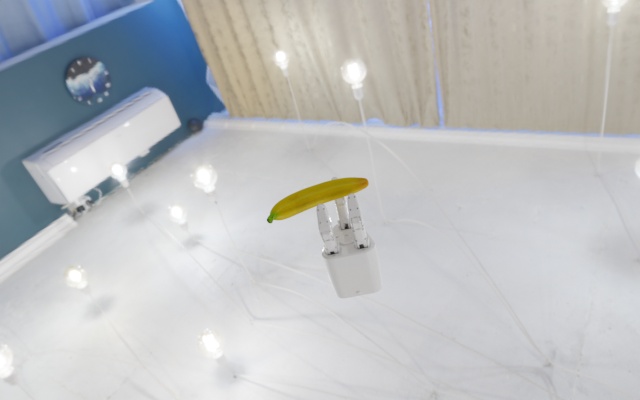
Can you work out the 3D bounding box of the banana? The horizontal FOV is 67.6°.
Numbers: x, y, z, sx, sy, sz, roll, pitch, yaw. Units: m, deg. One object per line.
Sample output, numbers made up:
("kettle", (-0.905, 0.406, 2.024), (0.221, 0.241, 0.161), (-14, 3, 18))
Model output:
("banana", (-0.010, -0.002, 0.858), (0.198, 0.037, 0.069), (-23, 27, -15))
